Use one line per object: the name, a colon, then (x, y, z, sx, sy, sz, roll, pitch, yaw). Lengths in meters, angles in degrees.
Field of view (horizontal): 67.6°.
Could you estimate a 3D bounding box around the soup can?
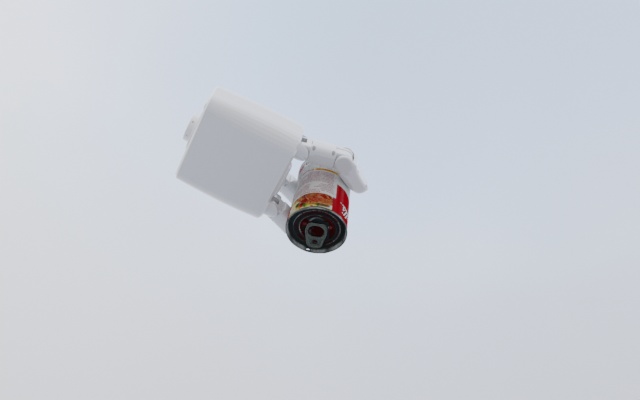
soup can: (0.001, 0.002, 0.554, 0.068, 0.069, 0.102, 0, 39, 7)
